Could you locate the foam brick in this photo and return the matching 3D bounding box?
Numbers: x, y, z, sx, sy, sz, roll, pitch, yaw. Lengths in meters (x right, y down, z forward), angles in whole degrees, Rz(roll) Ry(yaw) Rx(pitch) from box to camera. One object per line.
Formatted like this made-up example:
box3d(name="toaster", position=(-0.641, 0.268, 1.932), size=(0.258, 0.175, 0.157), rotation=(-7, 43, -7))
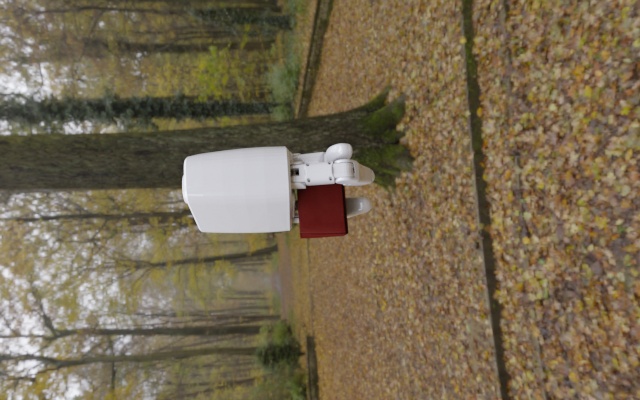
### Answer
box3d(name="foam brick", position=(0.000, 0.002, 0.525), size=(0.051, 0.078, 0.053), rotation=(-4, -9, -3))
